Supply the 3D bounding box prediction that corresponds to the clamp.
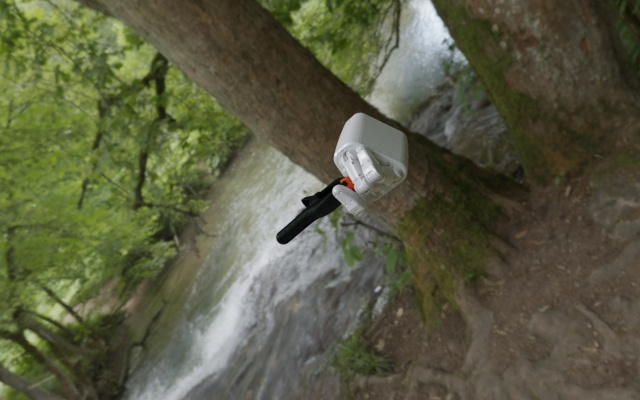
[{"bbox_3d":[0.000,0.002,0.806,0.171,0.039,0.120,-33,22,33],"label":"clamp"}]
